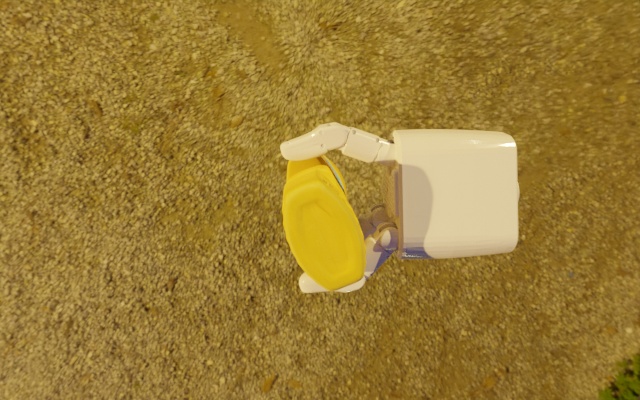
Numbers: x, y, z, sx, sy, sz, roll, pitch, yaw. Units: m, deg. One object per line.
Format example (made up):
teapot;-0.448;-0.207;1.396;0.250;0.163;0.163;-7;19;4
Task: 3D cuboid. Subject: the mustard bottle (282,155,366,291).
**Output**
mustard bottle;0.000;0.002;0.460;0.058;0.096;0.191;-24;17;5
